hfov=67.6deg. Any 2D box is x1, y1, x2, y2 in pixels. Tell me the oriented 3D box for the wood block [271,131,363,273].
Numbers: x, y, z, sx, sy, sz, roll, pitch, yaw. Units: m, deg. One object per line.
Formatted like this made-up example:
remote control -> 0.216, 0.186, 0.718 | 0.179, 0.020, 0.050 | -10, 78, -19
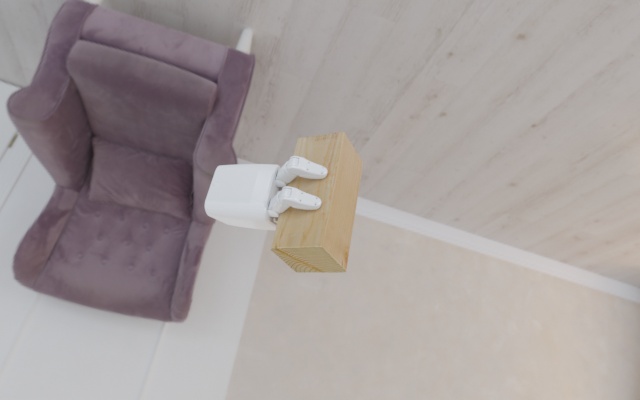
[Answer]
wood block -> 0.000, 0.003, 0.764 | 0.090, 0.206, 0.091 | -5, -33, 26
